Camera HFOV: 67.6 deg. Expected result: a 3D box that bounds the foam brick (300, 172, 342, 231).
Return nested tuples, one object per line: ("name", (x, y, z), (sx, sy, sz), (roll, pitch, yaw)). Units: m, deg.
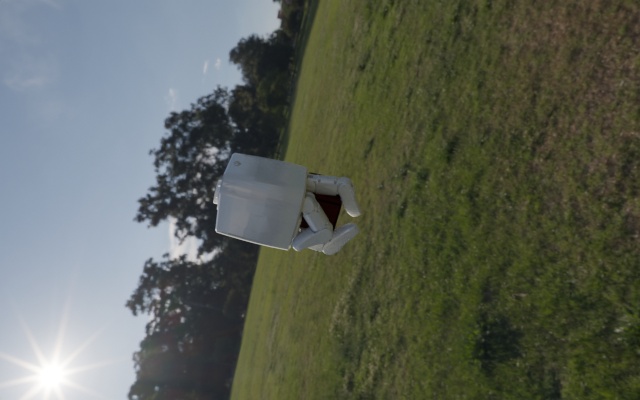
("foam brick", (0.000, 0.002, 0.696), (0.051, 0.053, 0.078), (12, 29, -5))
